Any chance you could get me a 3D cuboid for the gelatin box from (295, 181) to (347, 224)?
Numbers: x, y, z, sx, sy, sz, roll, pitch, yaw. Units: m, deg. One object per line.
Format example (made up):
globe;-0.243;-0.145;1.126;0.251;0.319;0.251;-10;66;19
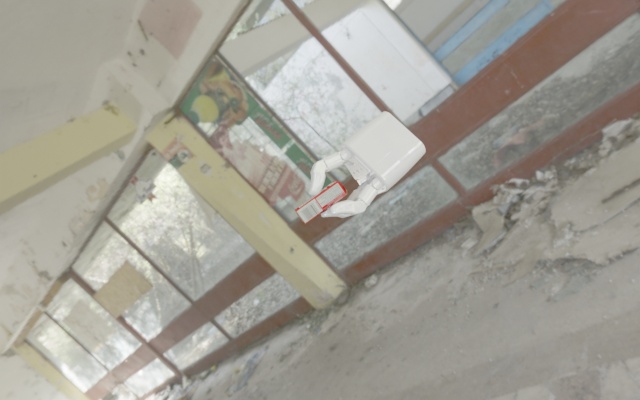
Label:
gelatin box;0.000;0.002;0.812;0.089;0.030;0.073;-36;4;-3
